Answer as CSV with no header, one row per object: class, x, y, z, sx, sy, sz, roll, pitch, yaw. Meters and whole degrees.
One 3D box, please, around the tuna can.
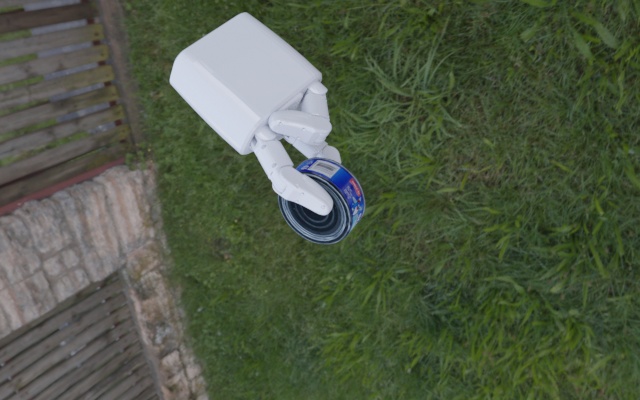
tuna can,0.000,0.002,0.485,0.086,0.086,0.033,0,30,33
